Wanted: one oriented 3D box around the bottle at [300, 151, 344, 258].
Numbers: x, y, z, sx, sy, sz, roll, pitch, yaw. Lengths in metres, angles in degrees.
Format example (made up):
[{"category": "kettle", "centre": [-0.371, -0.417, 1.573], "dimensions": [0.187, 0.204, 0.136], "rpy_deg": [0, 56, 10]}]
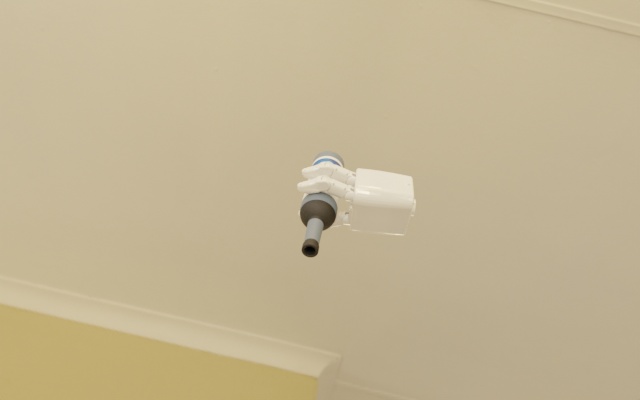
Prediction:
[{"category": "bottle", "centre": [0.000, 0.003, 0.884], "dimensions": [0.069, 0.069, 0.295], "rpy_deg": [0, 32, 8]}]
